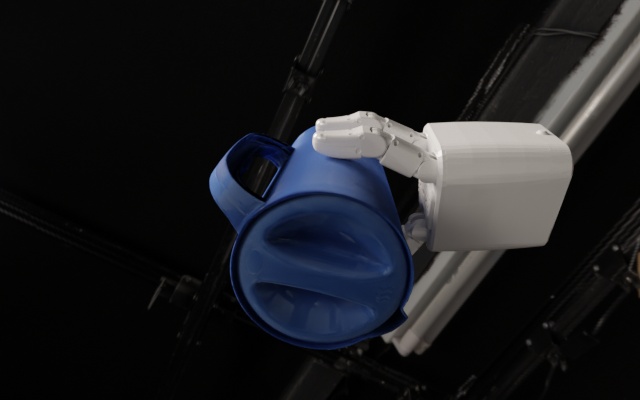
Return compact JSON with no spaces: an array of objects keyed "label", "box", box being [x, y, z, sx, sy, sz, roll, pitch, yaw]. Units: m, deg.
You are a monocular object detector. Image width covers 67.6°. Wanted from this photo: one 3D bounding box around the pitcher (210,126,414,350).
[{"label":"pitcher","box":[0.000,0.001,0.443,0.145,0.149,0.242,-4,24,5]}]
